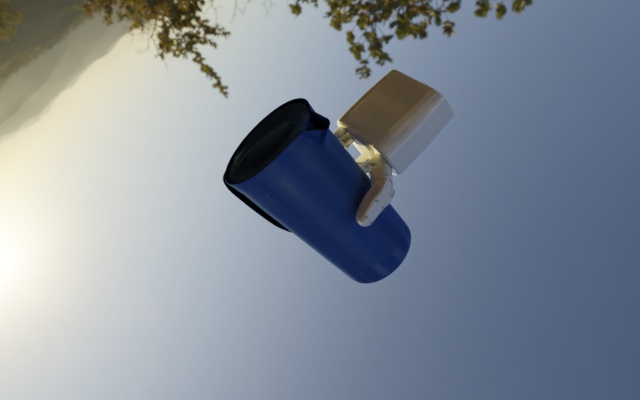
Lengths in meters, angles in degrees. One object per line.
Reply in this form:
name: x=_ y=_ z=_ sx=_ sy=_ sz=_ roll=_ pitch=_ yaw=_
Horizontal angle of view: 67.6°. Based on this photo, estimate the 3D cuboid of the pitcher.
pitcher: x=0.000 y=0.002 z=0.612 sx=0.243 sy=0.145 sz=0.149 roll=45 pitch=-1 yaw=-29
